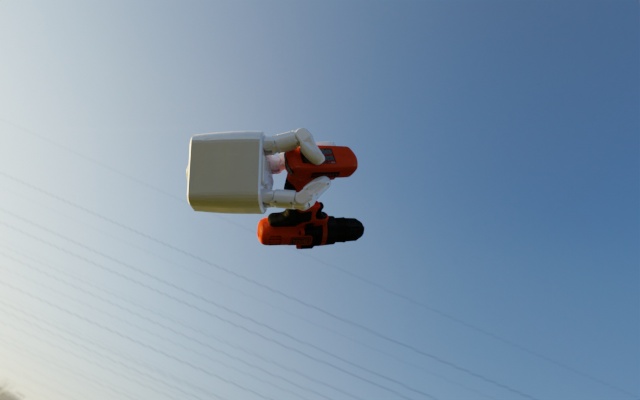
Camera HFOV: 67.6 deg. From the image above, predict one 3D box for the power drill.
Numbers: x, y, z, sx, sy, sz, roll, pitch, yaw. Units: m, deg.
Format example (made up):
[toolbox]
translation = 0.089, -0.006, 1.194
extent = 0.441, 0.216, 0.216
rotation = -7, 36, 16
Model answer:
[power drill]
translation = 0.000, 0.002, 0.755
extent = 0.184, 0.188, 0.057
rotation = -2, 43, -19
